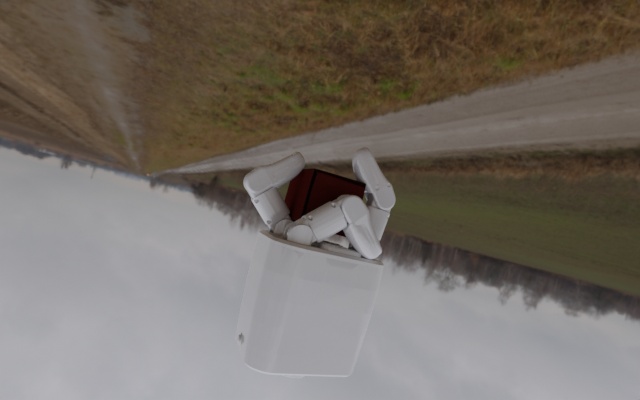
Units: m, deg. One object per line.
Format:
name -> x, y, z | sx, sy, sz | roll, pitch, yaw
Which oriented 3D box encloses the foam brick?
foam brick -> 0.000, 0.001, 0.452 | 0.053, 0.051, 0.078 | 16, -2, -17
